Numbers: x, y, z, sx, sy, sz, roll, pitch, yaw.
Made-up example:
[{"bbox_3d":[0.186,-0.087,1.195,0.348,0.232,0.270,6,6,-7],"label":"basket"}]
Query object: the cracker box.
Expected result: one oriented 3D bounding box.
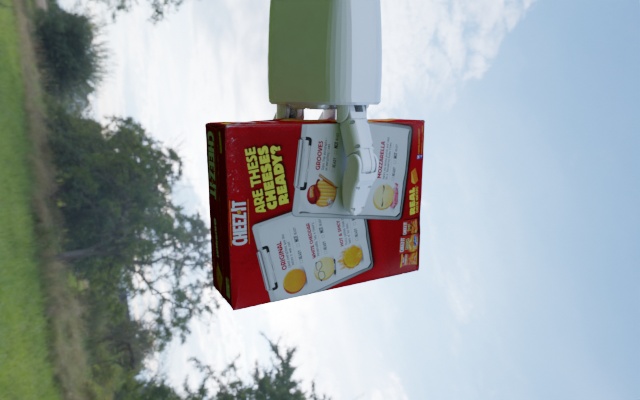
[{"bbox_3d":[0.000,0.002,0.476,0.213,0.164,0.072,-6,13,-28],"label":"cracker box"}]
